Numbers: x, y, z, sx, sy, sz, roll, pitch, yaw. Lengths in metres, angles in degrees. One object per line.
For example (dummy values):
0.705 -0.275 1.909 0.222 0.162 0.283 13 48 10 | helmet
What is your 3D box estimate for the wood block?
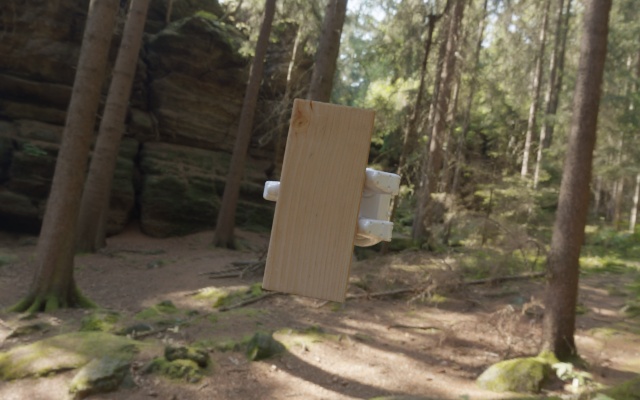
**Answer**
0.000 0.002 0.545 0.091 0.206 0.090 9 -3 3 | wood block
